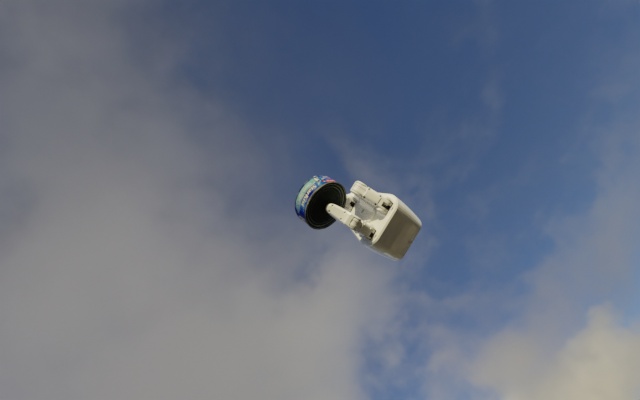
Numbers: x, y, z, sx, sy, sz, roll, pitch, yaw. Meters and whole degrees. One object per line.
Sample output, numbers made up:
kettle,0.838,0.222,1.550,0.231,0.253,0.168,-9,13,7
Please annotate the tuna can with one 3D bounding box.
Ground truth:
tuna can,0.000,0.002,0.784,0.086,0.086,0.033,0,25,-43
